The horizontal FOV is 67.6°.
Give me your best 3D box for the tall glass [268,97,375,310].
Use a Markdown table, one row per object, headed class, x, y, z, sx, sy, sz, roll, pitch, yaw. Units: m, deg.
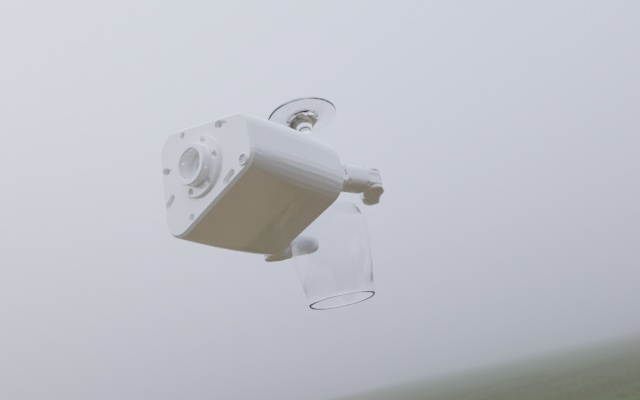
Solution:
| class | x | y | z | sx | sy | sz | roll | pitch | yaw |
| --- | --- | --- | --- | --- | --- | --- | --- | --- | --- |
| tall glass | 0.000 | 0.001 | 0.473 | 0.079 | 0.201 | 0.079 | -11 | -21 | -4 |
